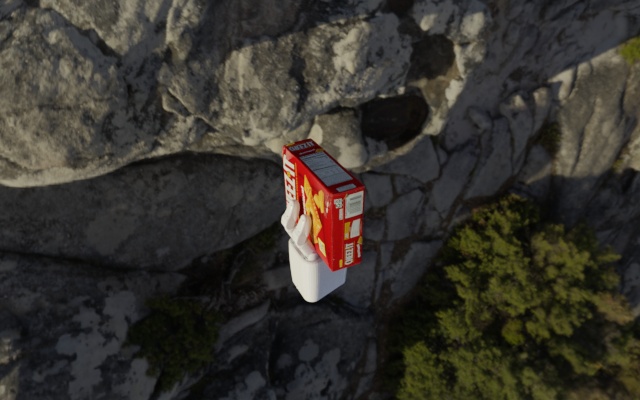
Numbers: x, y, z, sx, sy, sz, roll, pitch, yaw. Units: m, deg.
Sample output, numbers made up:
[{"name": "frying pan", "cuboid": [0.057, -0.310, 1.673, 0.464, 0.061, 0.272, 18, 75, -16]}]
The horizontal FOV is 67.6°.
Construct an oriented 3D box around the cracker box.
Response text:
[{"name": "cracker box", "cuboid": [0.000, 0.003, 0.892, 0.072, 0.164, 0.213, -15, 35, -22]}]
